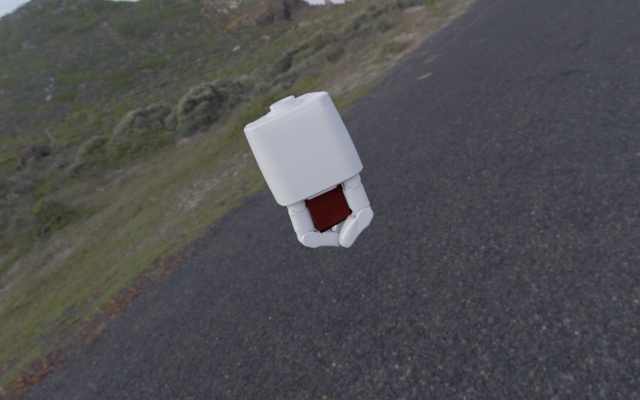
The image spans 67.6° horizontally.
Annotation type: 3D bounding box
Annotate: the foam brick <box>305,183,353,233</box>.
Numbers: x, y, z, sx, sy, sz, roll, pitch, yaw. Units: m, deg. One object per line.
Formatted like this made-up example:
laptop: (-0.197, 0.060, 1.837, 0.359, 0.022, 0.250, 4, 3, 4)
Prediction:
foam brick: (0.000, 0.002, 0.641, 0.053, 0.051, 0.078, -29, 19, -14)
